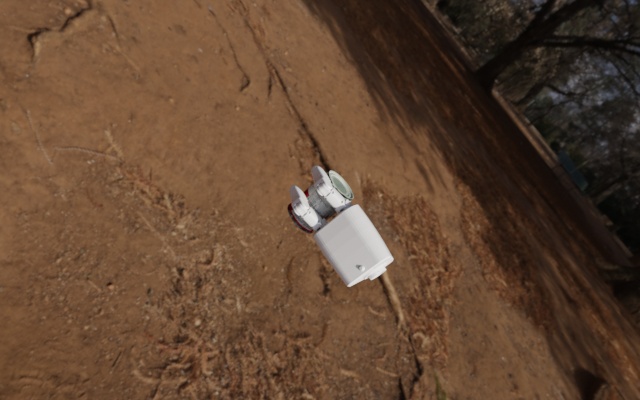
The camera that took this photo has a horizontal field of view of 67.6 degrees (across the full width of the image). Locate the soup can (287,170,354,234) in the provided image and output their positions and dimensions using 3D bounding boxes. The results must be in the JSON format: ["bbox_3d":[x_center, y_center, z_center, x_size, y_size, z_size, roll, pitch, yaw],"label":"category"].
[{"bbox_3d":[0.000,0.002,0.853,0.102,0.068,0.068,-40,-16,20],"label":"soup can"}]
